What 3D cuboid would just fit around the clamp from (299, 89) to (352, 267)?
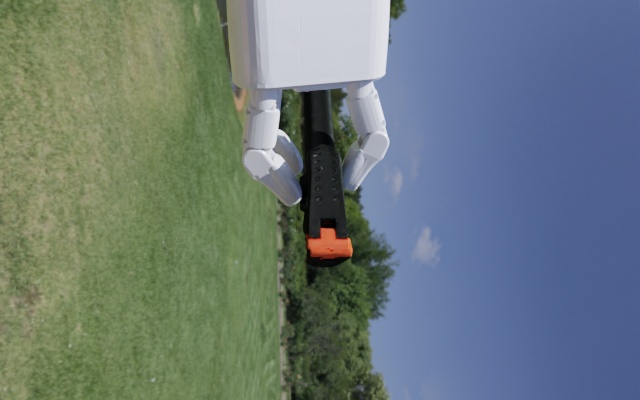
[{"bbox_3d":[0.001,0.001,0.402,0.036,0.165,0.210,-1,28,-3],"label":"clamp"}]
